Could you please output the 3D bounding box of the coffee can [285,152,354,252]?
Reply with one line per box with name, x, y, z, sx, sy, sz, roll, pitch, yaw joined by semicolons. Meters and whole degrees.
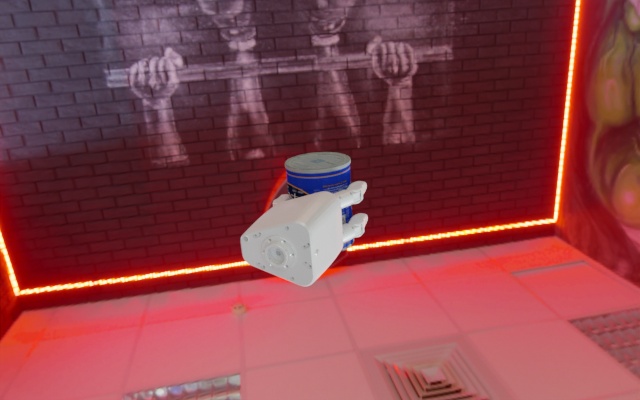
coffee can;0.000;0.002;0.765;0.103;0.140;0.102;-4;20;1
